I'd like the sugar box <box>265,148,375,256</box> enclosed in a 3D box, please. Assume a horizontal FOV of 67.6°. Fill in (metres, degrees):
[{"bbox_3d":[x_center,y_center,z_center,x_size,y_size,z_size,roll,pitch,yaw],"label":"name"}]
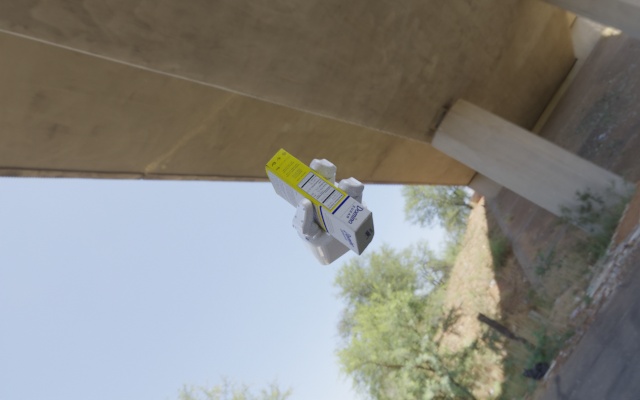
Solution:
[{"bbox_3d":[0.000,0.002,0.712,0.176,0.048,0.093,34,-18,22],"label":"sugar box"}]
